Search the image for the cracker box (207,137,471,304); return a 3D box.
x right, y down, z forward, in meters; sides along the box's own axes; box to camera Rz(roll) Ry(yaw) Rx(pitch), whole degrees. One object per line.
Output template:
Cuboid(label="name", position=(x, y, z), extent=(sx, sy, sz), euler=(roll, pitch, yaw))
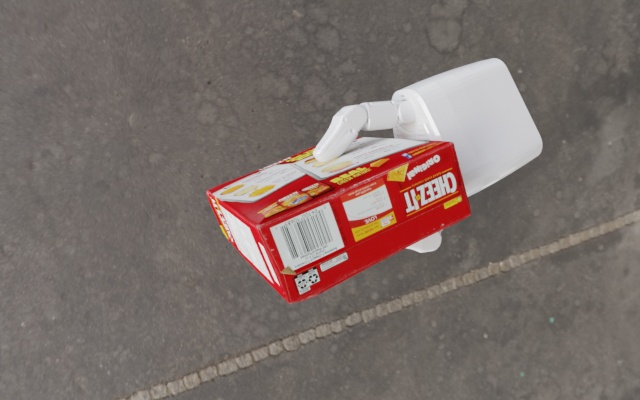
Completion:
Cuboid(label="cracker box", position=(0.000, 0.001, 0.436), extent=(0.164, 0.072, 0.213), euler=(-24, 15, -18))
